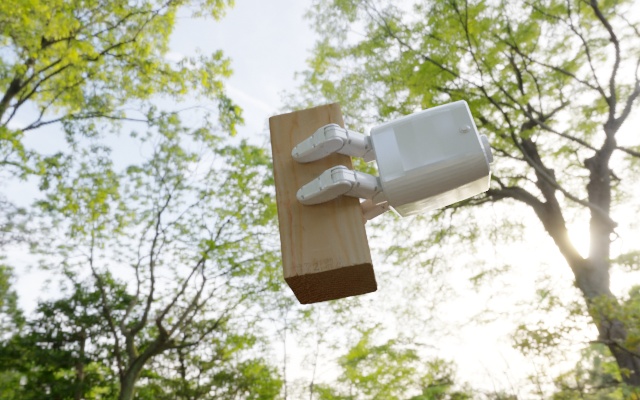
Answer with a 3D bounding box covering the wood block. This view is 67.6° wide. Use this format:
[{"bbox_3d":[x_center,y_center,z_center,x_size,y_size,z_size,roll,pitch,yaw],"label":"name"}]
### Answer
[{"bbox_3d":[0.001,0.002,0.547,0.090,0.206,0.091,-11,-31,5],"label":"wood block"}]
